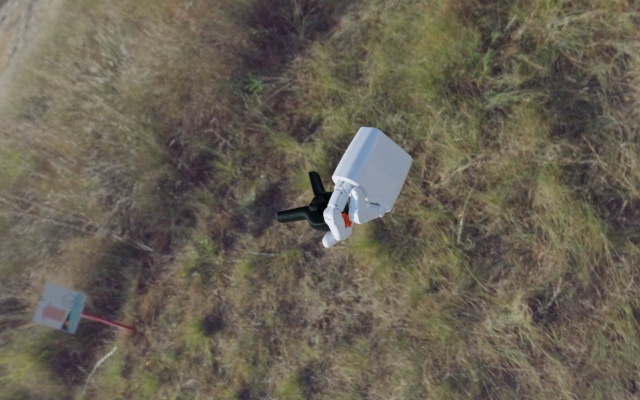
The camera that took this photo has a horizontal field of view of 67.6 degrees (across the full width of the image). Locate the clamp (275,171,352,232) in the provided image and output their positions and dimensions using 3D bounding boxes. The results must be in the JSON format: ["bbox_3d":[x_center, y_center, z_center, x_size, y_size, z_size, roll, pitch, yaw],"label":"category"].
[{"bbox_3d":[0.000,0.003,0.871,0.171,0.120,0.039,14,-19,44],"label":"clamp"}]
